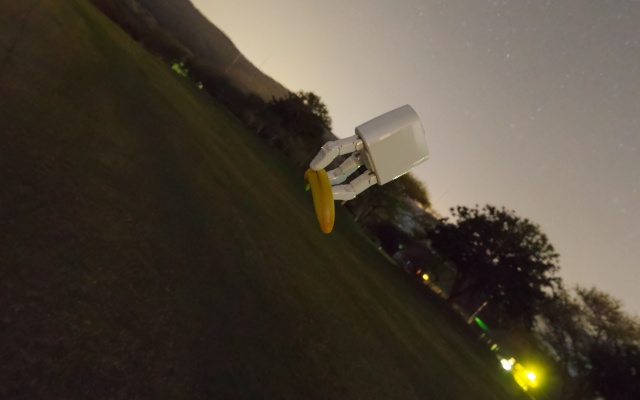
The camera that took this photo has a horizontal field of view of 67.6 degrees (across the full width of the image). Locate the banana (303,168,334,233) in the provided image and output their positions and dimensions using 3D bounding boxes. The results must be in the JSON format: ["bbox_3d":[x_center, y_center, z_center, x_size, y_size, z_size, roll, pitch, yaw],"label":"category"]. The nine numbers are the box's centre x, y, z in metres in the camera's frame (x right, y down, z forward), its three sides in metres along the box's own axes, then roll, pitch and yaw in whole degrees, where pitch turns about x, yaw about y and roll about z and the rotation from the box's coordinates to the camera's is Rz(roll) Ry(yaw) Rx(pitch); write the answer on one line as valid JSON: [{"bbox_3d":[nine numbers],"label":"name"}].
[{"bbox_3d":[-0.001,-0.016,0.835,0.037,0.070,0.197,-6,24,-8],"label":"banana"}]
